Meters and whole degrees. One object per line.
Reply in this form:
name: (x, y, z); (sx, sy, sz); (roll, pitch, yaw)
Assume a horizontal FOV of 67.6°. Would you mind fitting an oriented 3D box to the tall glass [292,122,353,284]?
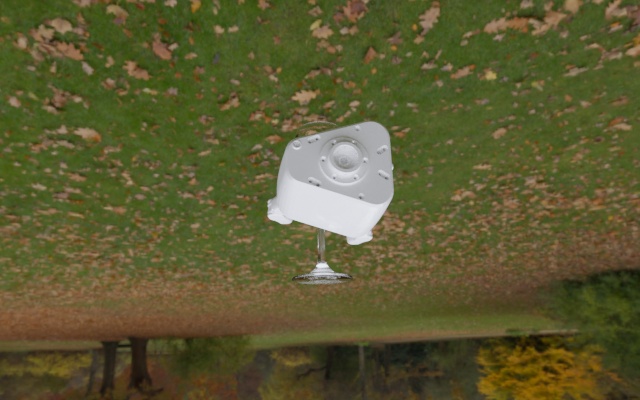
tall glass: (0.000, 0.003, 0.613); (0.079, 0.201, 0.079); (-1, -18, 0)
